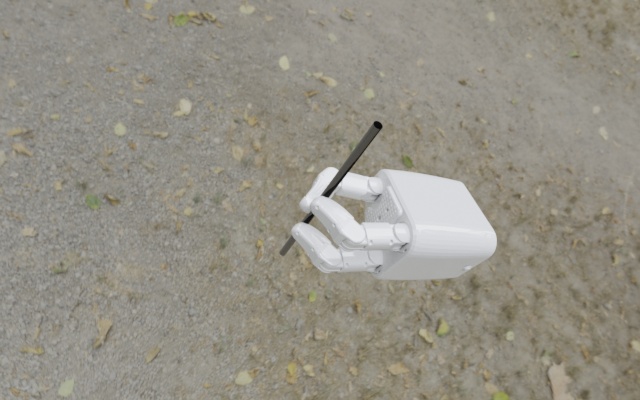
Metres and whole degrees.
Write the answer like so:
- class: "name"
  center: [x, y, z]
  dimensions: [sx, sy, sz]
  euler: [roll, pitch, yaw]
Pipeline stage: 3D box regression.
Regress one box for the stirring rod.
- class: "stirring rod"
  center: [0.000, 0.002, 0.461]
  dimensions: [0.011, 0.011, 0.240]
  euler: [0, -30, -25]
